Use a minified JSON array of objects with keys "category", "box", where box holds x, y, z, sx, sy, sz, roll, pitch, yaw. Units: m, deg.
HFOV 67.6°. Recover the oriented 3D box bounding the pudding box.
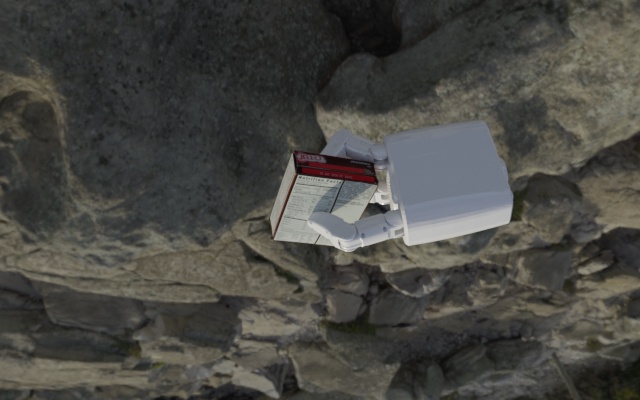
[{"category":"pudding box","box":[0.000,0.002,0.515,0.090,0.039,0.114,8,-45,-17]}]
